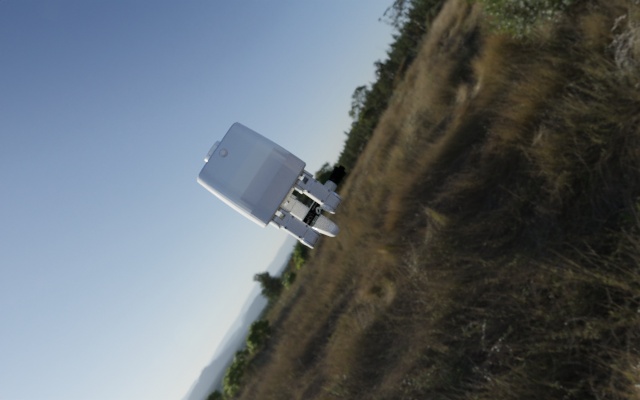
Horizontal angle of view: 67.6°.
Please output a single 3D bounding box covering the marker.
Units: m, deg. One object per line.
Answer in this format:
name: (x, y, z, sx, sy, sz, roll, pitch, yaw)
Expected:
marker: (0.000, 0.002, 0.672, 0.020, 0.121, 0.020, 31, -9, 6)
